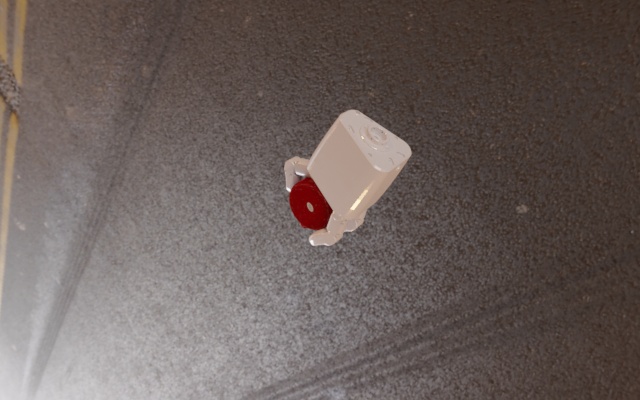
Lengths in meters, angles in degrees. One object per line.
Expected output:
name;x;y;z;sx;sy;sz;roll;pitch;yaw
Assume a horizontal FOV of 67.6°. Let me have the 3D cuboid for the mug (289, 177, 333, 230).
mug;-0.001;0.003;0.760;0.081;0.093;0.117;-33;-17;-45
